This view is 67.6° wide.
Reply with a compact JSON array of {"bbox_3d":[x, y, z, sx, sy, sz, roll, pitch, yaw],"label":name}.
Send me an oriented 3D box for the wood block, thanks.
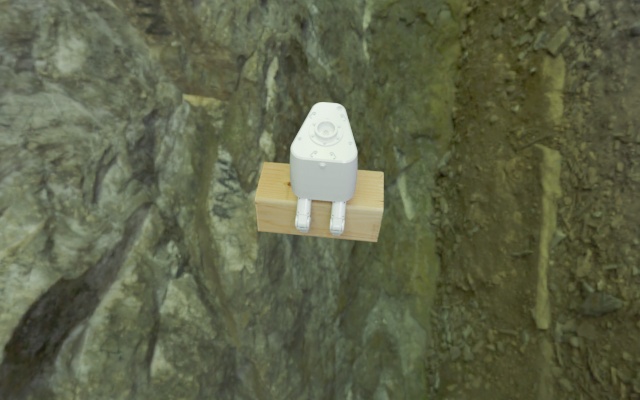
[{"bbox_3d":[0.000,0.002,0.818,0.206,0.090,0.090,5,-41,2],"label":"wood block"}]
